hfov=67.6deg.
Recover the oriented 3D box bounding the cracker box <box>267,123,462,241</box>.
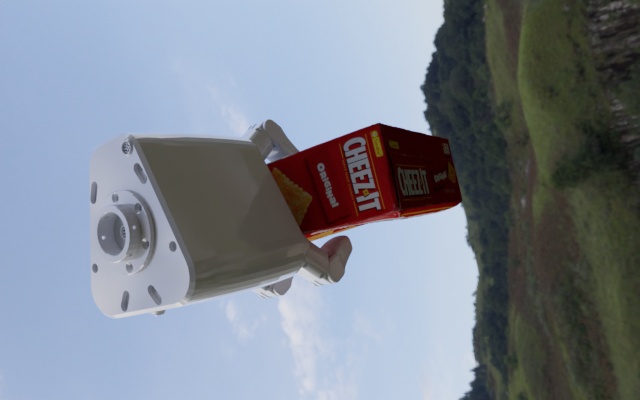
[{"bbox_3d":[0.000,0.001,0.435,0.214,0.072,0.164,-16,-5,31],"label":"cracker box"}]
